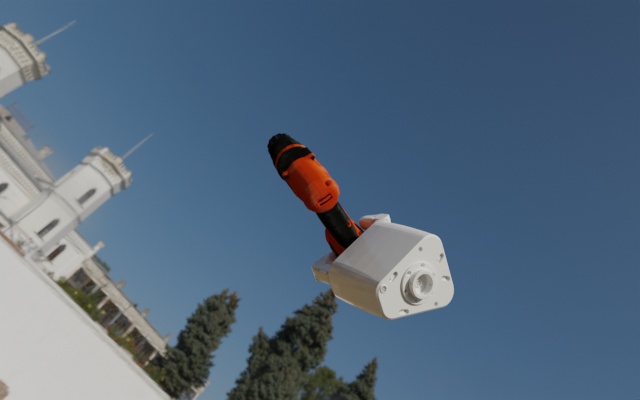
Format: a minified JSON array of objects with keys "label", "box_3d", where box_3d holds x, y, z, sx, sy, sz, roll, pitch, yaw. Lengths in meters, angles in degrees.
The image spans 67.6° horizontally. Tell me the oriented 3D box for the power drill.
[{"label":"power drill","box_3d":[0.000,0.003,0.668,0.057,0.188,0.184,-36,37,0]}]
